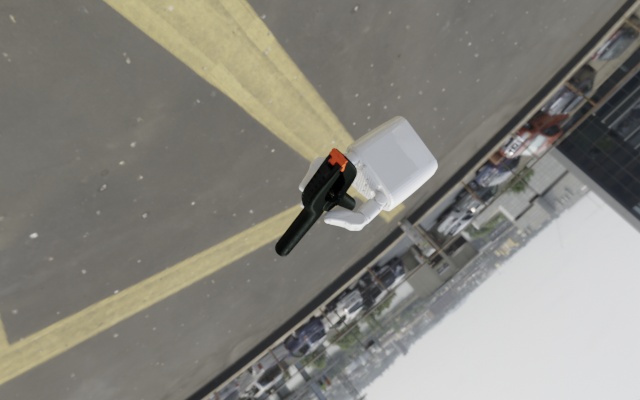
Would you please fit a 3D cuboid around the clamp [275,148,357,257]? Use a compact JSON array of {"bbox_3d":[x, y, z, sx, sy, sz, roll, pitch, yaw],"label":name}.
[{"bbox_3d":[0.001,0.003,0.706,0.164,0.036,0.210,-37,-19,-20],"label":"clamp"}]
